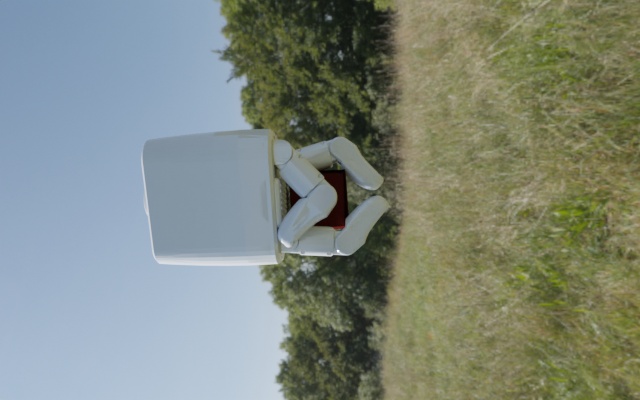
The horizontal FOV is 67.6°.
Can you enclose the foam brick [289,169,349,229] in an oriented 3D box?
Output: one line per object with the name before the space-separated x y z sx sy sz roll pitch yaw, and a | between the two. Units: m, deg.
foam brick | 0.000 0.002 0.458 0.051 0.053 0.078 -4 -5 2
